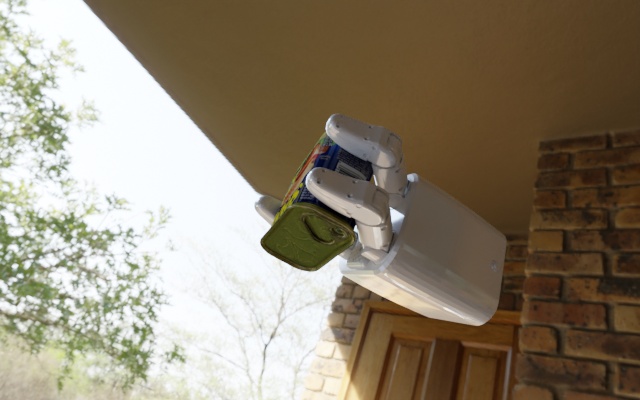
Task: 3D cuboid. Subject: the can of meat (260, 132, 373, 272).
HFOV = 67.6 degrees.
[{"bbox_3d":[0.000,0.001,0.401,0.057,0.084,0.102,29,-33,-10],"label":"can of meat"}]
